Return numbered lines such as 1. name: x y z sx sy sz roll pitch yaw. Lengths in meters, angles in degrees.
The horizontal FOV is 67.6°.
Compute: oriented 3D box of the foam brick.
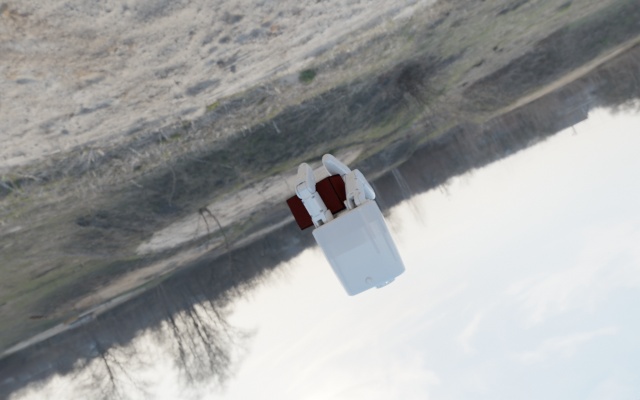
1. foam brick: 0.000 0.002 0.698 0.078 0.051 0.053 -29 -3 23
